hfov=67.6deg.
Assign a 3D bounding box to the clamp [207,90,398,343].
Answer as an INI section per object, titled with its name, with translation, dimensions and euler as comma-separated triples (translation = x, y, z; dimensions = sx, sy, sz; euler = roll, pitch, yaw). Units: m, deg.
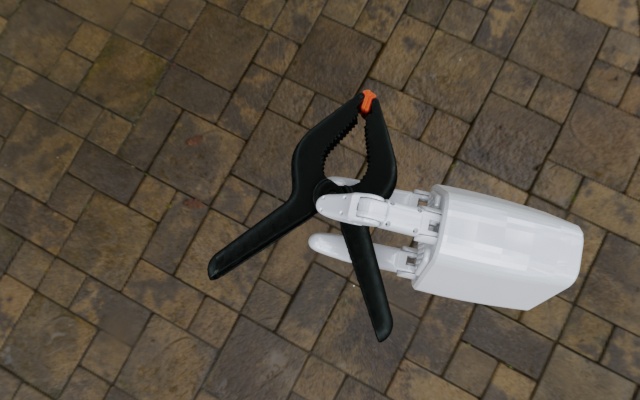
[clamp]
translation = 0.000, 0.001, 0.418
dimensions = 0.164, 0.210, 0.036
euler = 12, -9, 3
